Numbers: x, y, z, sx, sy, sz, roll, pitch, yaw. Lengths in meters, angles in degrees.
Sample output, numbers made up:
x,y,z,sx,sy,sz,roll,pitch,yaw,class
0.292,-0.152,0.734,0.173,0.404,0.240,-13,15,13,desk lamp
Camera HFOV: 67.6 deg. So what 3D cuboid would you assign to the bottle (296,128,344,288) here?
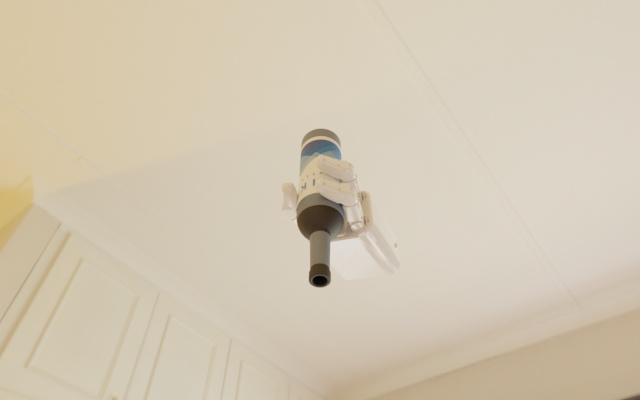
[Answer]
x,y,z,sx,sy,sz,roll,pitch,yaw,class
0.000,0.002,0.689,0.069,0.069,0.295,0,40,0,bottle
